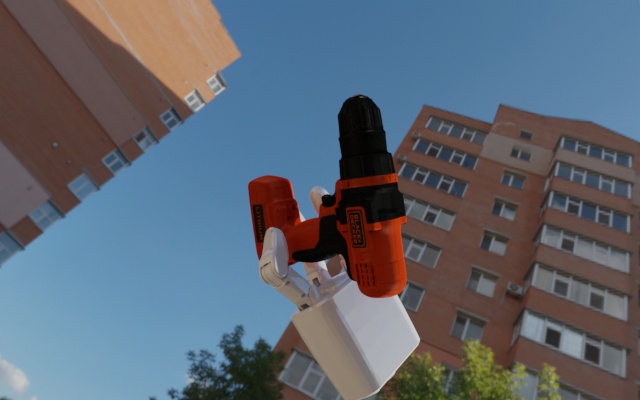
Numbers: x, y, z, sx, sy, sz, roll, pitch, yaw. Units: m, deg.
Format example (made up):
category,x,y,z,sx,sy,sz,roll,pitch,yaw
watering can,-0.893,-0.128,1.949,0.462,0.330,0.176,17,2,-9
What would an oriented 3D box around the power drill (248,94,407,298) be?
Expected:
category,x,y,z,sx,sy,sz,roll,pitch,yaw
power drill,0.000,0.002,0.484,0.057,0.184,0.187,-7,1,-40
